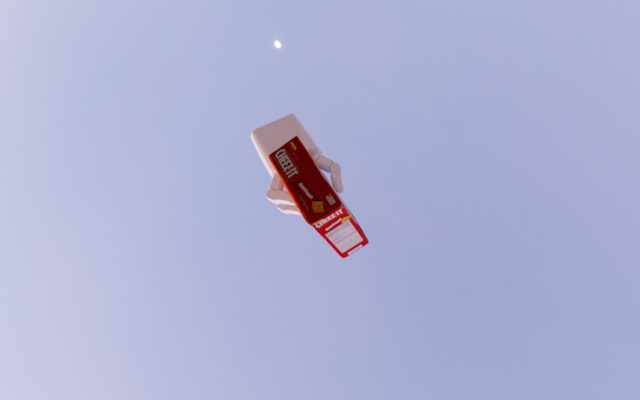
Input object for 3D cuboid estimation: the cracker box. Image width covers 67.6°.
[{"bbox_3d":[0.000,0.003,0.888,0.072,0.164,0.214,-34,-28,3],"label":"cracker box"}]
